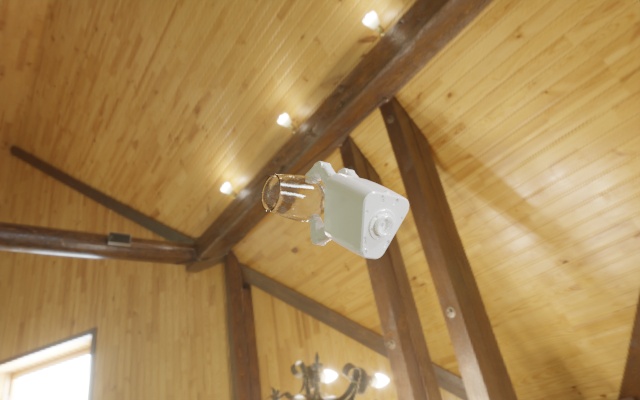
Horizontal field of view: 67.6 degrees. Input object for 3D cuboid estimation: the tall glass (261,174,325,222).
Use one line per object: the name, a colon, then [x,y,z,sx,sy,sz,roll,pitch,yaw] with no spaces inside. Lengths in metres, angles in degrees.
tall glass: [0.001,0.003,0.829,0.201,0.079,0.079,11,-6,-34]
